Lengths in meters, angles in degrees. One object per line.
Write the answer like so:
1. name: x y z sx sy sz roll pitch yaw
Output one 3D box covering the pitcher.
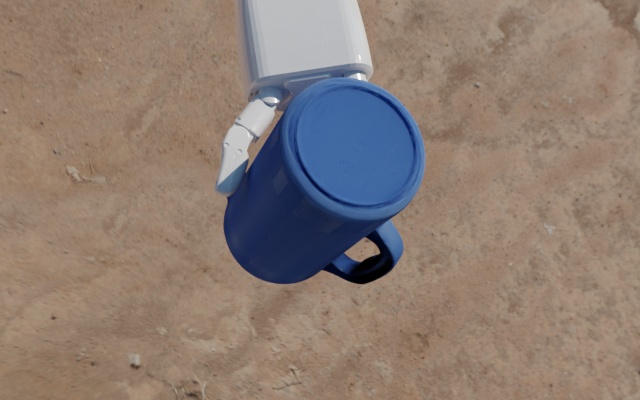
1. pitcher: 0.000 0.001 0.430 0.149 0.145 0.243 -3 -15 -18
